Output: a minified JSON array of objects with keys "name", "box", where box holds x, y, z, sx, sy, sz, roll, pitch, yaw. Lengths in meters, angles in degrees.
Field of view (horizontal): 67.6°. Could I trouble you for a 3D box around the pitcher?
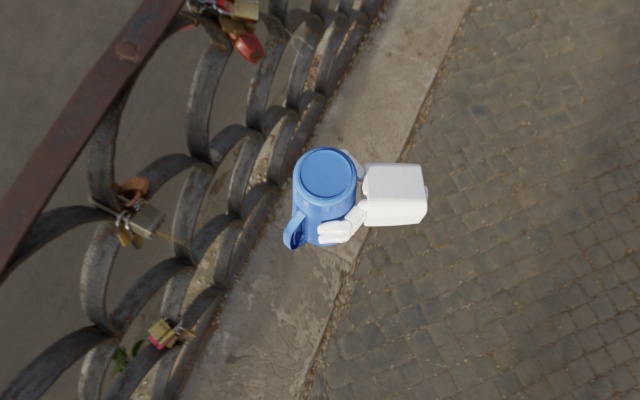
[{"name":"pitcher","box":[0.000,0.003,0.897,0.145,0.149,0.243,0,-19,0]}]
